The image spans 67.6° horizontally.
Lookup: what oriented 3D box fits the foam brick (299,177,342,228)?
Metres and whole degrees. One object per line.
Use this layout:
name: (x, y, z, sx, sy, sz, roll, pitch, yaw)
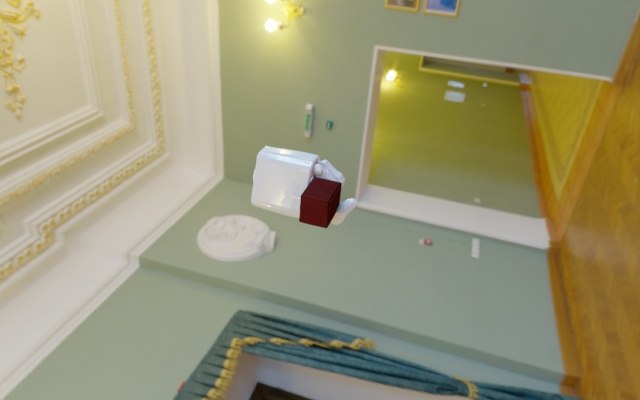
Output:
foam brick: (0.000, 0.003, 0.814, 0.051, 0.053, 0.078, 13, 30, 12)
